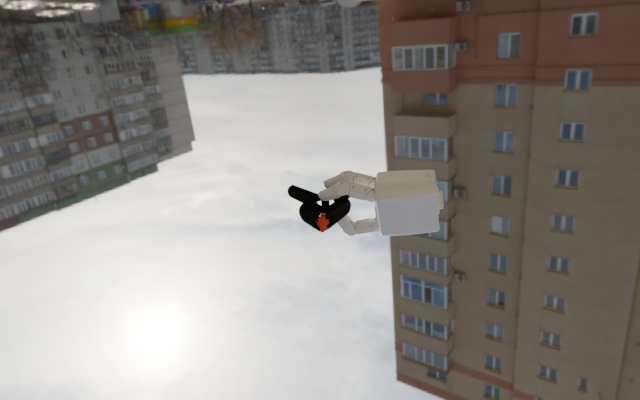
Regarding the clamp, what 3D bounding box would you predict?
[{"bbox_3d":[0.000,0.004,0.896,0.164,0.036,0.210,-7,21,13],"label":"clamp"}]
